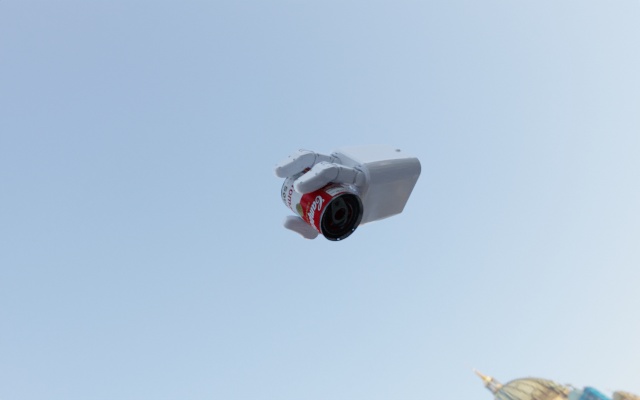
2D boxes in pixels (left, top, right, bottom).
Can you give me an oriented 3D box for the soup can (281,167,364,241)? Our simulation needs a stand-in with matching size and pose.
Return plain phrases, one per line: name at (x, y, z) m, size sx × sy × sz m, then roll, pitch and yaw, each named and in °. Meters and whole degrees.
soup can at (0.000, 0.002, 0.642) m, size 0.068 × 0.068 × 0.102 m, roll 0°, pitch 23°, yaw -37°
